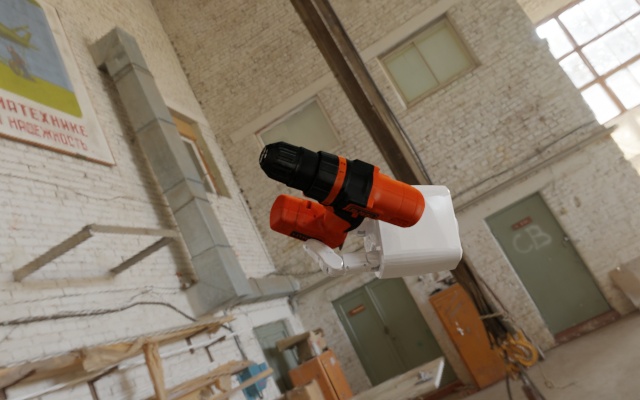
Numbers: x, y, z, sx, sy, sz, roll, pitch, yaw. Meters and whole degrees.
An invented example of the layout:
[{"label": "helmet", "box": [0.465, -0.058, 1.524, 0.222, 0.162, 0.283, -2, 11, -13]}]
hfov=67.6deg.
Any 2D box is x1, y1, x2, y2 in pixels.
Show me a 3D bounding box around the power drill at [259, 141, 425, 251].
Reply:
[{"label": "power drill", "box": [0.000, 0.002, 0.558, 0.184, 0.057, 0.188, 21, -20, -15]}]
